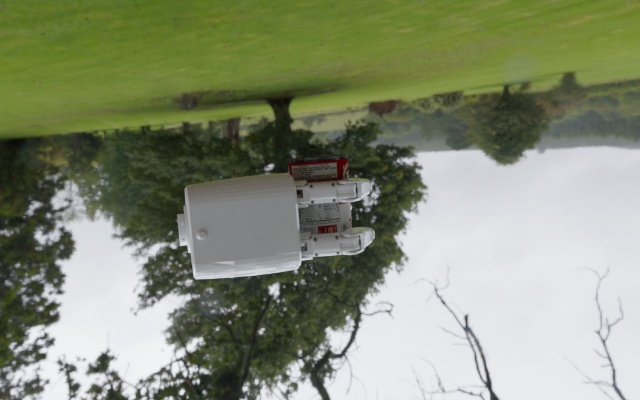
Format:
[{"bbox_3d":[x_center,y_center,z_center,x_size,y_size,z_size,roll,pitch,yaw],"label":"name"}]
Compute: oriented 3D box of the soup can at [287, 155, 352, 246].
[{"bbox_3d":[0.001,0.002,0.535,0.068,0.102,0.068,-4,6,0],"label":"soup can"}]
